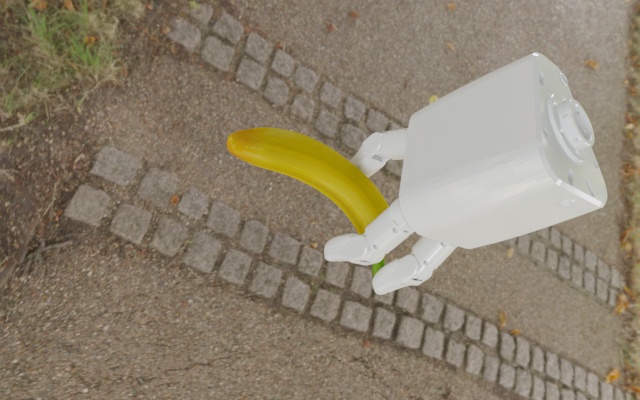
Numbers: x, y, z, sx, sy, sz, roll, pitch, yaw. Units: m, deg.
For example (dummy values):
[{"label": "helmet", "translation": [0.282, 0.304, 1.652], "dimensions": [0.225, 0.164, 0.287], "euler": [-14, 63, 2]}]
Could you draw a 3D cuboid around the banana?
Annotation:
[{"label": "banana", "translation": [0.008, -0.011, 0.420], "dimensions": [0.198, 0.069, 0.037], "euler": [42, -40, -24]}]
